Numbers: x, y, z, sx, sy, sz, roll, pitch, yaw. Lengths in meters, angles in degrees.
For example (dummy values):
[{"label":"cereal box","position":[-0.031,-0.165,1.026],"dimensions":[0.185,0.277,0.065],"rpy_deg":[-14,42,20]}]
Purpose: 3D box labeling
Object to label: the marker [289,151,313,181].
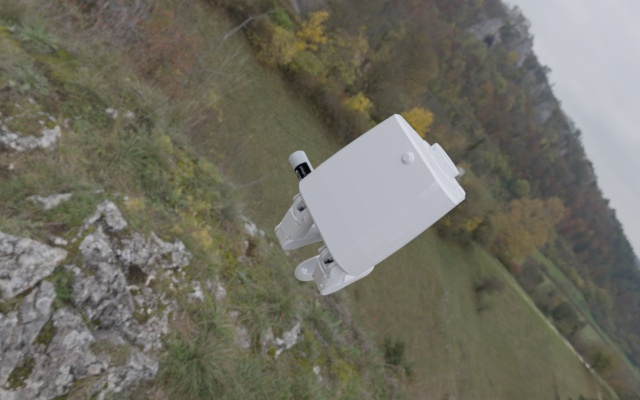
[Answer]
[{"label":"marker","position":[0.000,0.002,0.482],"dimensions":[0.020,0.121,0.020],"rpy_deg":[-23,-25,-11]}]
